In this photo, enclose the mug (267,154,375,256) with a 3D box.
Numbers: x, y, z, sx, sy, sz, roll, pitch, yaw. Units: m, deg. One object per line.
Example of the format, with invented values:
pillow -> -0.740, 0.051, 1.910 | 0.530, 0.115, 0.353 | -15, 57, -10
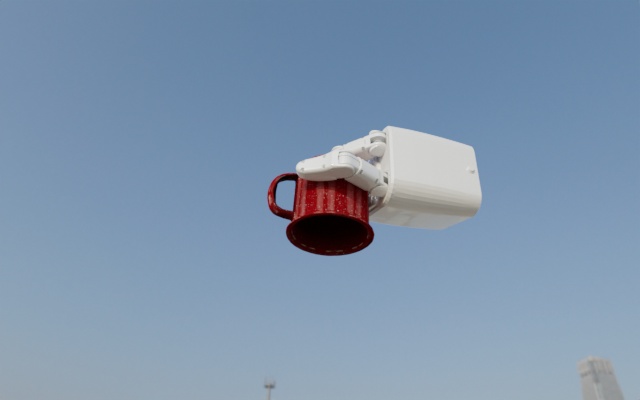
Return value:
mug -> -0.001, 0.001, 0.519 | 0.117, 0.081, 0.093 | 11, -34, -12
